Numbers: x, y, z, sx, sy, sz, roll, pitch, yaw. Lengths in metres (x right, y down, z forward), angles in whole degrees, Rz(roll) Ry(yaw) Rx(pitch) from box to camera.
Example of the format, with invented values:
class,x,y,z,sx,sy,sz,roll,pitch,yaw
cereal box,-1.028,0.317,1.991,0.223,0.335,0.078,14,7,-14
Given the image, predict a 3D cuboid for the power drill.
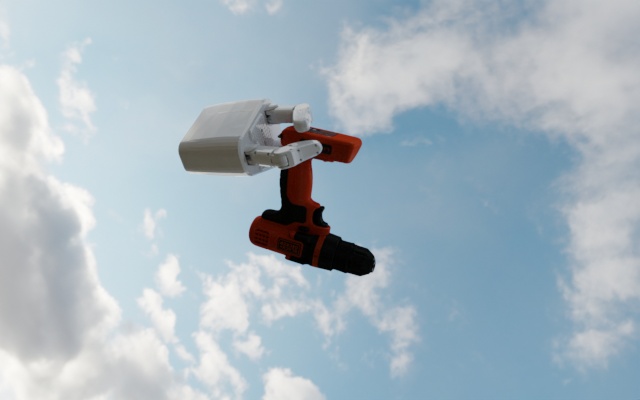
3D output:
class,x,y,z,sx,sy,sz,roll,pitch,yaw
power drill,0.000,0.002,0.644,0.184,0.188,0.057,15,18,10
